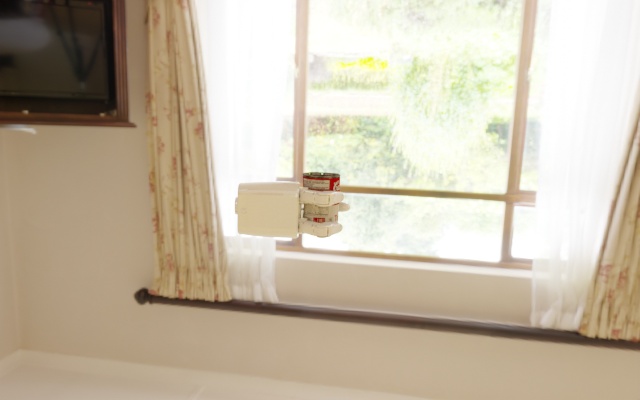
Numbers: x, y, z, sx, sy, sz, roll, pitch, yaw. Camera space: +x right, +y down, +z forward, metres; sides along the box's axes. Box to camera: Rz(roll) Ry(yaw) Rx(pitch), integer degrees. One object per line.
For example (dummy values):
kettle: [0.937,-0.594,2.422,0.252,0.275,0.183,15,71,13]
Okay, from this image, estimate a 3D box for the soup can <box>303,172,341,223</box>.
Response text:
soup can: [0.001,0.003,0.858,0.068,0.102,0.068,2,9,0]
